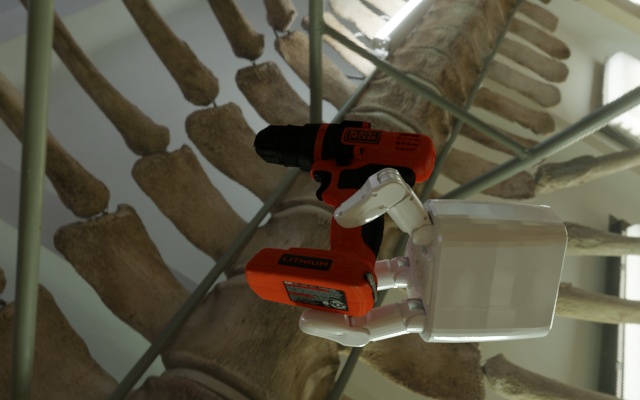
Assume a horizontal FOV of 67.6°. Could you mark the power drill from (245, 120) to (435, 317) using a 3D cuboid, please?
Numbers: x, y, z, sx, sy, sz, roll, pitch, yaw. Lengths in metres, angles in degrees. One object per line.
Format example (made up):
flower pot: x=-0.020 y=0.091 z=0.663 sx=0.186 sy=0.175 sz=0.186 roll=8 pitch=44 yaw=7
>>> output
power drill: x=0.000 y=0.002 z=0.434 sx=0.184 sy=0.187 sz=0.057 roll=6 pitch=-36 yaw=19
